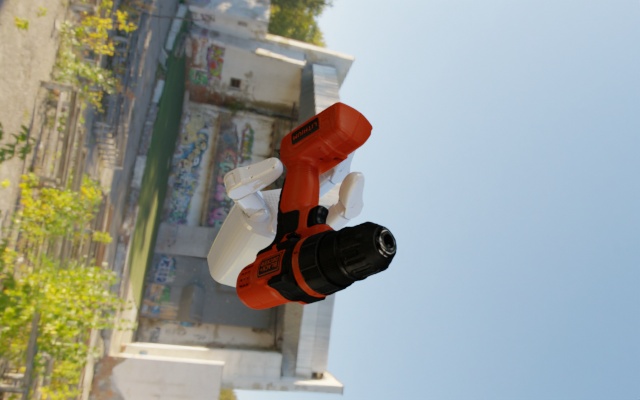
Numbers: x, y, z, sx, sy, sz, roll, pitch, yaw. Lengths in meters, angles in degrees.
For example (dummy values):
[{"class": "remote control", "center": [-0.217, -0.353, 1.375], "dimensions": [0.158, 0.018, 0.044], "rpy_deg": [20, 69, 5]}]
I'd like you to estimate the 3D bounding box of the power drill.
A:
[{"class": "power drill", "center": [0.000, 0.001, 0.441], "dimensions": [0.057, 0.187, 0.184], "rpy_deg": [34, -38, -30]}]
